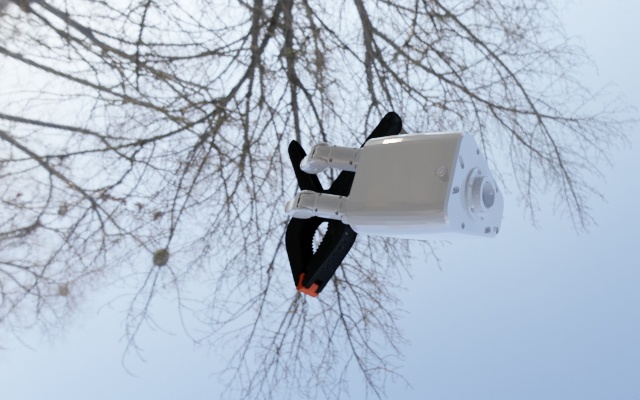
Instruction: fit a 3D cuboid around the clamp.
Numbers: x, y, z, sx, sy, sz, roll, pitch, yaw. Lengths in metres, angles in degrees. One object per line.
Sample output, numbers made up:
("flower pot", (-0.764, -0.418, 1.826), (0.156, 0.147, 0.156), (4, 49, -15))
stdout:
("clamp", (0.001, 0.003, 0.539), (0.164, 0.210, 0.036), (-1, -25, 45))
